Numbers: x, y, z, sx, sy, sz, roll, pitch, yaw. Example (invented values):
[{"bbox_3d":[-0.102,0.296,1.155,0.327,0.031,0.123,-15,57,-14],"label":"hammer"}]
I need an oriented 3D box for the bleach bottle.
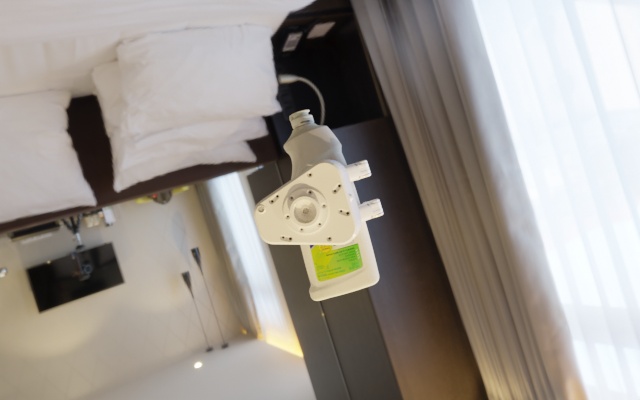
[{"bbox_3d":[0.000,0.002,0.658,0.102,0.251,0.068,-17,1,6],"label":"bleach bottle"}]
